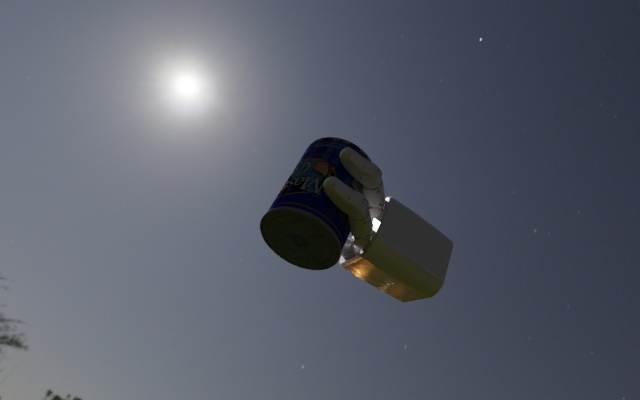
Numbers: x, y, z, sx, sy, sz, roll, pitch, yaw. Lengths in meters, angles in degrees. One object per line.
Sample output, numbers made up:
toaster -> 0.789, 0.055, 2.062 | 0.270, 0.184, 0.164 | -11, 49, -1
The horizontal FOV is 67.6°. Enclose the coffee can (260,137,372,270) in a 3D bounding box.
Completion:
coffee can -> 0.000, 0.002, 0.604 | 0.103, 0.103, 0.140 | 0, 42, 30
